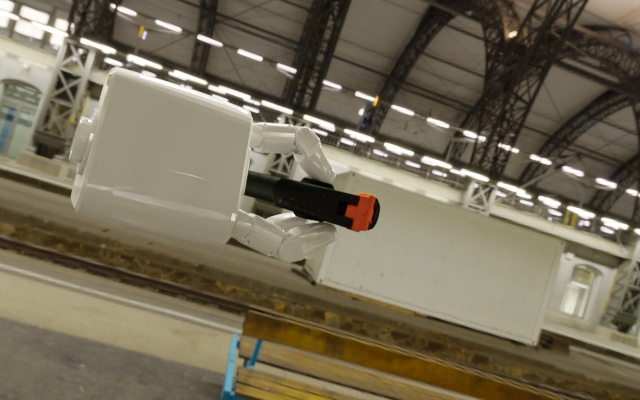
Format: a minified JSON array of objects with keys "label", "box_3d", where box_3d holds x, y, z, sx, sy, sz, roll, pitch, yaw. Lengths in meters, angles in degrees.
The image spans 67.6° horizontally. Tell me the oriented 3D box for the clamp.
[{"label":"clamp","box_3d":[0.000,0.001,0.442,0.164,0.036,0.210,14,0,-30]}]
